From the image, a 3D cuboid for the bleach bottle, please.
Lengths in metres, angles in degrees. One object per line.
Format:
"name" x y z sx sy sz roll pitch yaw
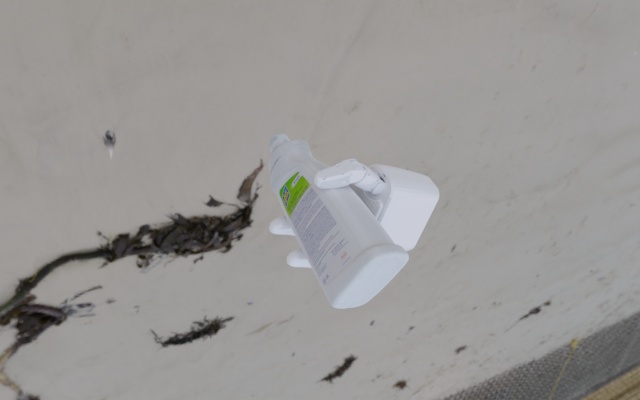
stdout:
"bleach bottle" 0.000 0.002 0.585 0.068 0.250 0.103 6 -49 -42
